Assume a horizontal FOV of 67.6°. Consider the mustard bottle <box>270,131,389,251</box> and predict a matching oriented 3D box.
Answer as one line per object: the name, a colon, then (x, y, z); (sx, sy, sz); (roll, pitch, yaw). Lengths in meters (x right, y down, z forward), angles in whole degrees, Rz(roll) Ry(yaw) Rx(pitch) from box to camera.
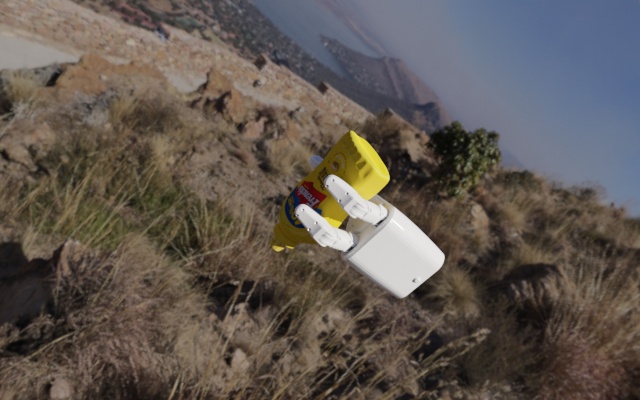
mustard bottle: (0.000, 0.002, 0.642); (0.058, 0.192, 0.096); (28, 26, -41)
